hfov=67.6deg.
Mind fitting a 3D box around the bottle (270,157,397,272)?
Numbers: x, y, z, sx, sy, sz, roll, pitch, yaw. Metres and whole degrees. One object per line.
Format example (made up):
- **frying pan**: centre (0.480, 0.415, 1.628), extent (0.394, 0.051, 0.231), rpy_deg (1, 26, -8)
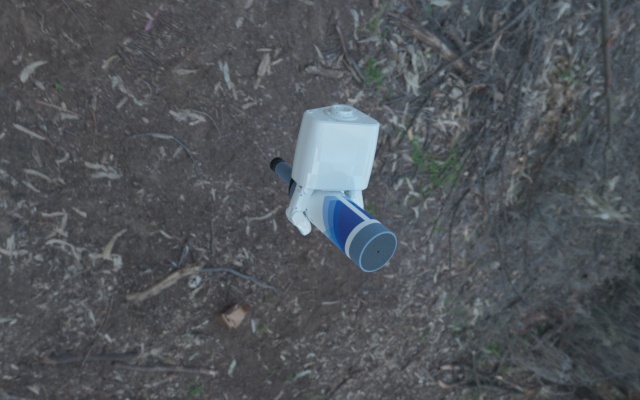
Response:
- **bottle**: centre (0.000, 0.003, 0.760), extent (0.069, 0.069, 0.295), rpy_deg (0, 28, -38)
